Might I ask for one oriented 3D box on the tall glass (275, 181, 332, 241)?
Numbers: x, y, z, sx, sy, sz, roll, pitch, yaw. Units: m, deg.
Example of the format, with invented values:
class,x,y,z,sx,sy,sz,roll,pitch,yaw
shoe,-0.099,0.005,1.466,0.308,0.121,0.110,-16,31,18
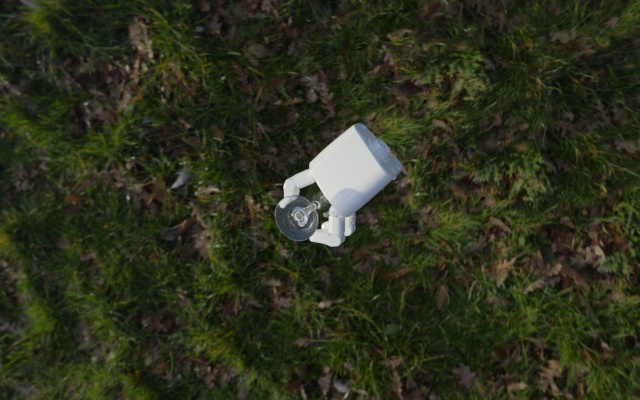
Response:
class,x,y,z,sx,sy,sz,roll,pitch,yaw
tall glass,0.000,0.003,0.832,0.079,0.079,0.201,0,15,23
